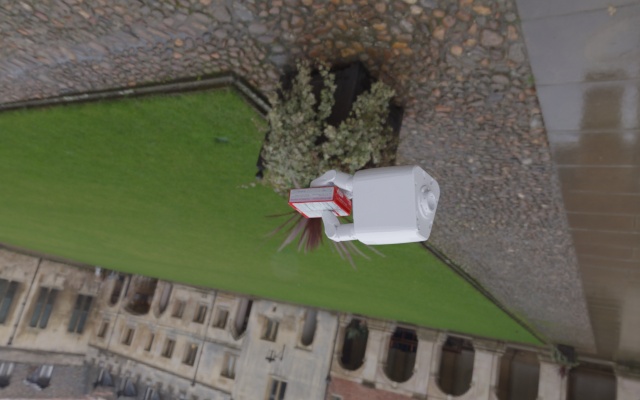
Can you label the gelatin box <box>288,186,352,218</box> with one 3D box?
[{"bbox_3d":[0.000,0.003,0.823,0.089,0.030,0.073,-4,-22,25],"label":"gelatin box"}]
